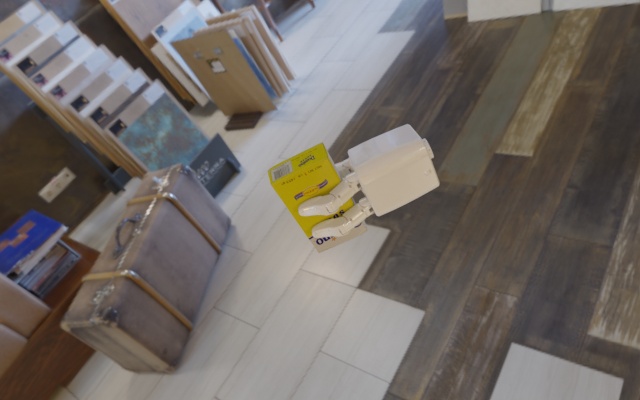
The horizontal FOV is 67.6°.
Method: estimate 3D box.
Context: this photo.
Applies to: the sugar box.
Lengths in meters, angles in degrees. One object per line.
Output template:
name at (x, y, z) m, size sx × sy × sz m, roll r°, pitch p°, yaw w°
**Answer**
sugar box at (0.000, 0.003, 0.736) m, size 0.093 × 0.176 × 0.048 m, roll -25°, pitch 40°, yaw 8°
